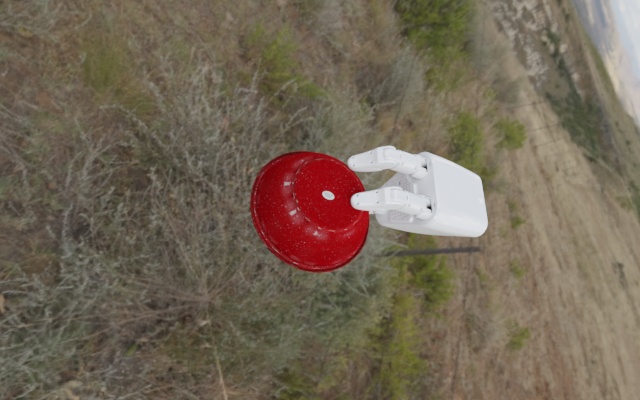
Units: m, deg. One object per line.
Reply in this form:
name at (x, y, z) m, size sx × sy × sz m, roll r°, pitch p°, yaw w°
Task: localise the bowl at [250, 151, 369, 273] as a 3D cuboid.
bowl at (-0.001, 0.002, 0.575) m, size 0.162 × 0.162 × 0.055 m, roll 0°, pitch -21°, yaw -25°
